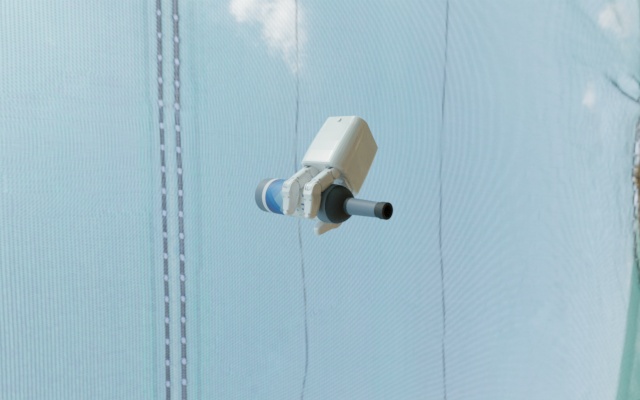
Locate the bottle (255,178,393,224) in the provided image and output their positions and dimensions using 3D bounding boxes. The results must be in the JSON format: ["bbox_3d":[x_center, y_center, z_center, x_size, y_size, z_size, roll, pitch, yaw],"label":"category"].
[{"bbox_3d":[0.000,0.003,0.827,0.069,0.069,0.295,0,5,-44],"label":"bottle"}]
